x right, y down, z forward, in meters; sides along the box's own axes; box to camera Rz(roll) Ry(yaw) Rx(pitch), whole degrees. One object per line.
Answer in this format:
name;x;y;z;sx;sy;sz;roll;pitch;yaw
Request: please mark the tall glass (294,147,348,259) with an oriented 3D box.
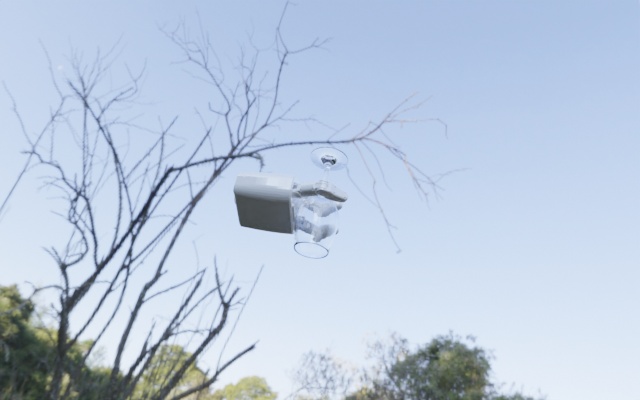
tall glass;0.000;0.002;0.870;0.079;0.201;0.079;8;-31;5
